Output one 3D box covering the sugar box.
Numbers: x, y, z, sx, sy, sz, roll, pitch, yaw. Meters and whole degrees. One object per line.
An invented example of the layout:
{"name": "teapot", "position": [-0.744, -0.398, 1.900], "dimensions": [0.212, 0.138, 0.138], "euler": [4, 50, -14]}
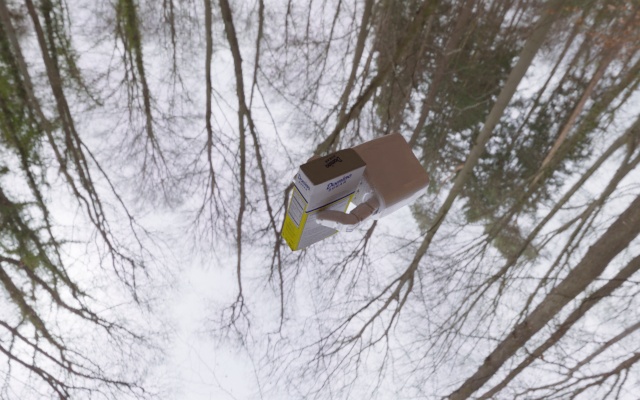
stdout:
{"name": "sugar box", "position": [0.000, 0.002, 0.718], "dimensions": [0.093, 0.048, 0.176], "euler": [-23, -30, -29]}
